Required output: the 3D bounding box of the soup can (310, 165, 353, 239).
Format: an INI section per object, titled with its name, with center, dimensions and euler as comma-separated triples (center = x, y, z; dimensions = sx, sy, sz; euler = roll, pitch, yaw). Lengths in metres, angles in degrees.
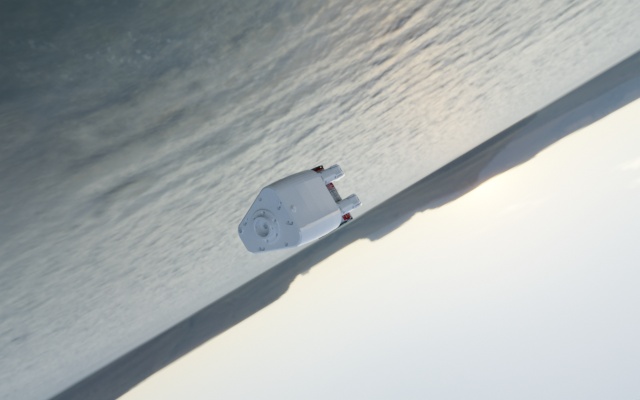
[soup can]
center = 0.000, 0.003, 0.781
dimensions = 0.068, 0.102, 0.068
euler = -30, -4, -3
